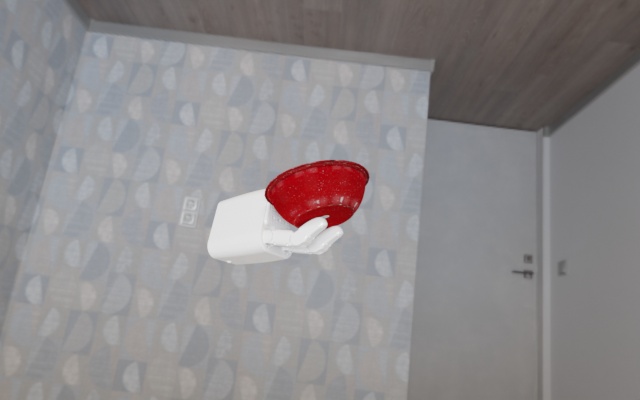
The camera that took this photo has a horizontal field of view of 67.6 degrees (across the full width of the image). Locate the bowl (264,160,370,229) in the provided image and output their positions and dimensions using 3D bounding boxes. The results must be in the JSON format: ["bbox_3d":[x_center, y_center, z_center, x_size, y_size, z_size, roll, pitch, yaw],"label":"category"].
[{"bbox_3d":[0.001,0.002,0.713,0.162,0.055,0.162,-10,-24,-5],"label":"bowl"}]
